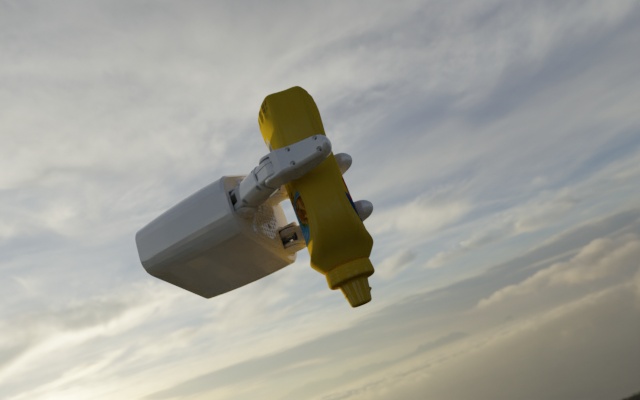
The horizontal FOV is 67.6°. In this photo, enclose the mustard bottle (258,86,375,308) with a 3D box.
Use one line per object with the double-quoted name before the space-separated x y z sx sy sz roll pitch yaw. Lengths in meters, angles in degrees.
"mustard bottle" 0.000 0.001 0.422 0.058 0.191 0.096 -19 -20 -7
